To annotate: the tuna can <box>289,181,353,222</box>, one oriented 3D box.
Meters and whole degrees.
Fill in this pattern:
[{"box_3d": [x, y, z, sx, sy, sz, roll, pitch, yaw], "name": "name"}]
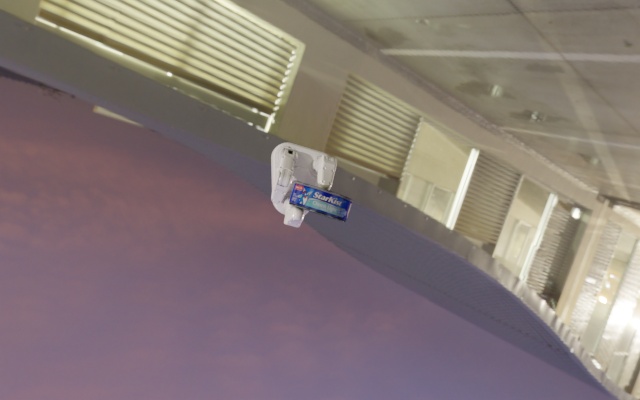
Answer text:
[{"box_3d": [0.000, 0.003, 0.666, 0.086, 0.034, 0.086, 18, -2, 1], "name": "tuna can"}]
